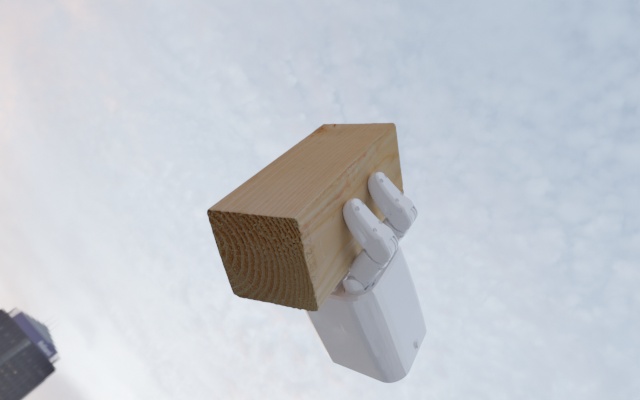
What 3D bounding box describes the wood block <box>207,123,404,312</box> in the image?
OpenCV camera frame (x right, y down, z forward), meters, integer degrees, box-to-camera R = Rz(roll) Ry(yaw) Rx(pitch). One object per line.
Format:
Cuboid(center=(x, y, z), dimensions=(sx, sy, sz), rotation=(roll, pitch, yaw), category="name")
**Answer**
Cuboid(center=(0.000, 0.002, 0.461), dimensions=(0.091, 0.090, 0.206), rotation=(3, 29, 30), category="wood block")
